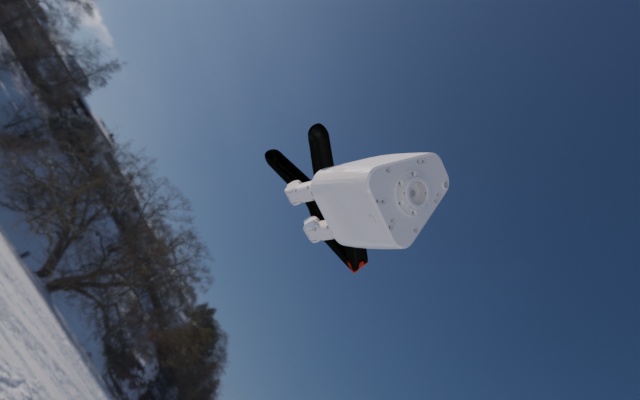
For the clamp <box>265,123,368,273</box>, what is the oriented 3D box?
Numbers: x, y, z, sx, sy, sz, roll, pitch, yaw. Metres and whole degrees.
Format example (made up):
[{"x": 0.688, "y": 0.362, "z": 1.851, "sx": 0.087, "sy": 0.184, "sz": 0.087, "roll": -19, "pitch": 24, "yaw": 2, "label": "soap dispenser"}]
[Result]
[{"x": 0.001, "y": 0.002, "z": 0.652, "sx": 0.036, "sy": 0.210, "sz": 0.164, "roll": -33, "pitch": 16, "yaw": -25, "label": "clamp"}]
